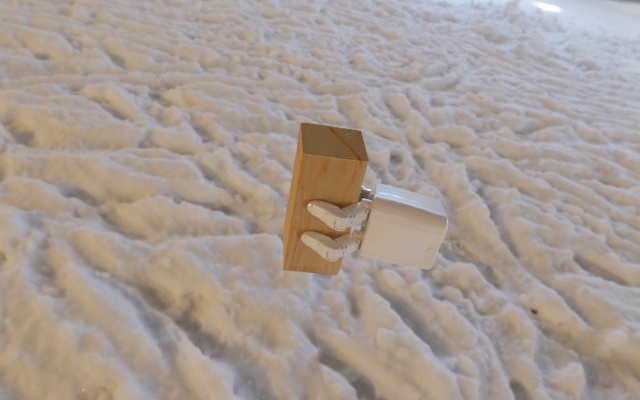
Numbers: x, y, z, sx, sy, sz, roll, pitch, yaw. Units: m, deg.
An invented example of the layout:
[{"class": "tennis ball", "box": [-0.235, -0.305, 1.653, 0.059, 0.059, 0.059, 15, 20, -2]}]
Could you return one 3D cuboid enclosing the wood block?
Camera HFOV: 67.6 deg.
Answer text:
[{"class": "wood block", "box": [0.001, 0.002, 0.703, 0.090, 0.206, 0.090, 6, 35, -8]}]
